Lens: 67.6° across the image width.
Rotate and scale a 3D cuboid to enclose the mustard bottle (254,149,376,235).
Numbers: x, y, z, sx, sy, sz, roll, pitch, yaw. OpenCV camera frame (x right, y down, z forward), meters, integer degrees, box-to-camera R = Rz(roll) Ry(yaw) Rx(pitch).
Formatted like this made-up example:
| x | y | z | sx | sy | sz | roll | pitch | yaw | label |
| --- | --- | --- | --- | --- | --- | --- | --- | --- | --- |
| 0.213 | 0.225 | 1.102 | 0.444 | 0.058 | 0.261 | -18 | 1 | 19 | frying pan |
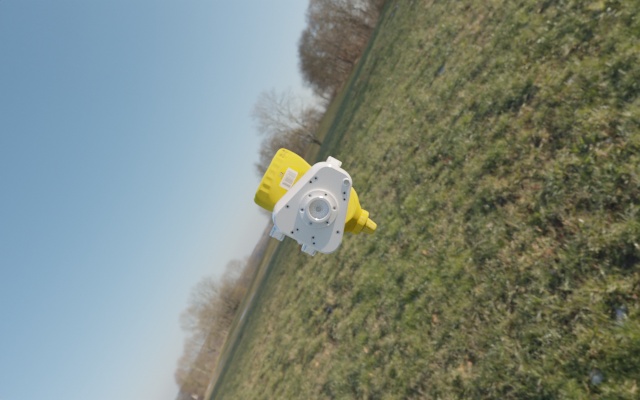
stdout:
| x | y | z | sx | sy | sz | roll | pitch | yaw | label |
| --- | --- | --- | --- | --- | --- | --- | --- | --- | --- |
| 0.000 | 0.002 | 0.747 | 0.191 | 0.096 | 0.058 | 27 | -22 | -4 | mustard bottle |
